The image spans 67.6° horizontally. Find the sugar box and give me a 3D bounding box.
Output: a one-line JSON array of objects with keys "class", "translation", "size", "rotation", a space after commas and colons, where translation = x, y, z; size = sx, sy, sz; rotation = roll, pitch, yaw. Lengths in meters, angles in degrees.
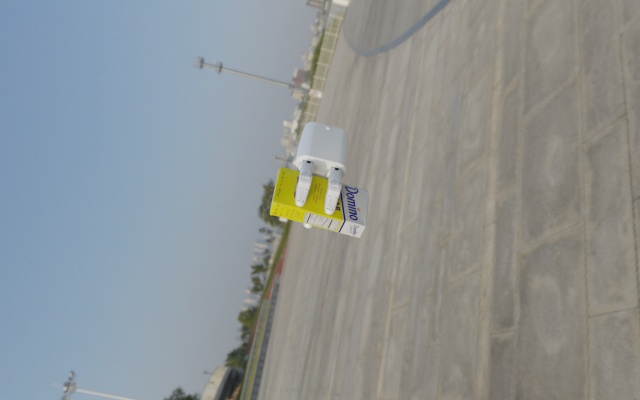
[{"class": "sugar box", "translation": [0.000, 0.002, 0.888], "size": [0.176, 0.093, 0.048], "rotation": [13, -41, -6]}]
